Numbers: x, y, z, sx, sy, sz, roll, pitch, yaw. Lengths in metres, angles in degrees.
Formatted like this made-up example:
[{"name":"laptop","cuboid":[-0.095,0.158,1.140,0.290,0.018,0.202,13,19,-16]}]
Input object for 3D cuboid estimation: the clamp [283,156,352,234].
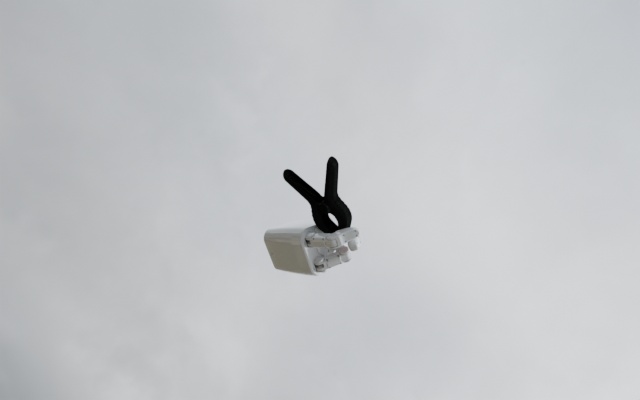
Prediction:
[{"name":"clamp","cuboid":[0.001,0.003,0.872,0.120,0.171,0.039,1,27,40]}]
